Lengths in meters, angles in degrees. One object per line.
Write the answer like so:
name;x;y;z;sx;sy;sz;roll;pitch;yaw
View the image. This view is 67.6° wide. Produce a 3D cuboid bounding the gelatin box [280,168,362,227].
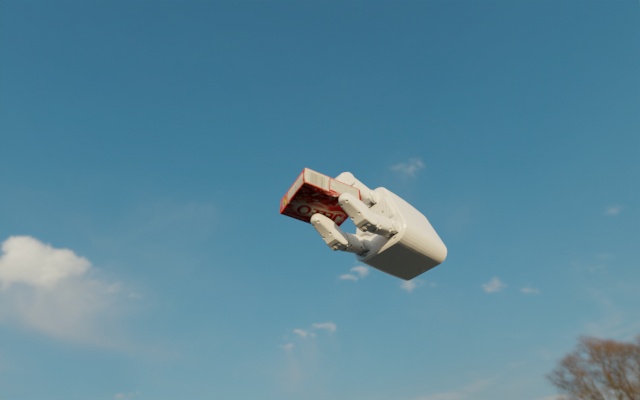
gelatin box;0.000;0.002;0.650;0.089;0.030;0.073;21;-45;-21
